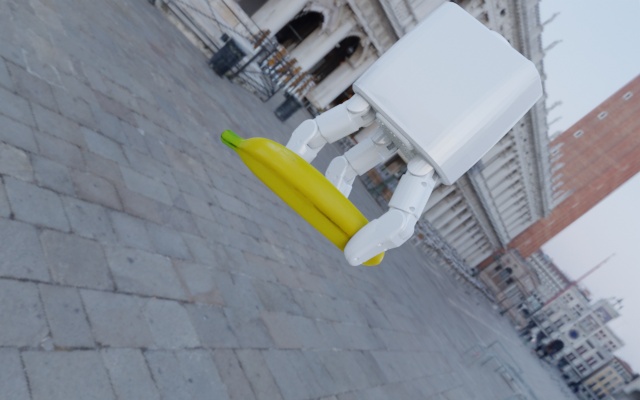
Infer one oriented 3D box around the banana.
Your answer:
[{"bbox_3d":[0.004,0.006,0.405,0.198,0.037,0.069,42,2,-27],"label":"banana"}]
